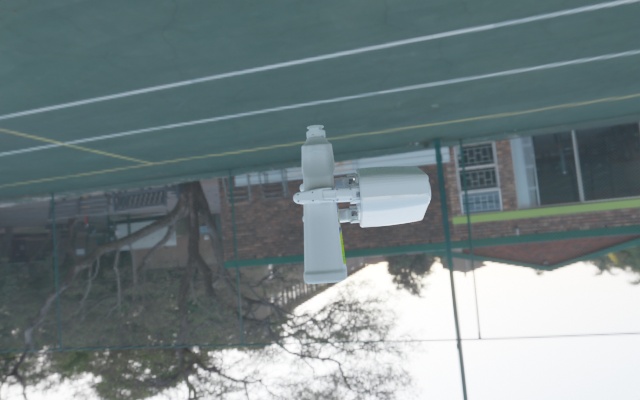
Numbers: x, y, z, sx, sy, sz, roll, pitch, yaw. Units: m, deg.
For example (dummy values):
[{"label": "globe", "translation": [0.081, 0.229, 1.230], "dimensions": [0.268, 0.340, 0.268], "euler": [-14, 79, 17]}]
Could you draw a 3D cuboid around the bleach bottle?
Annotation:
[{"label": "bleach bottle", "translation": [0.000, 0.003, 0.769], "dimensions": [0.068, 0.251, 0.102], "euler": [-4, -4, 2]}]
